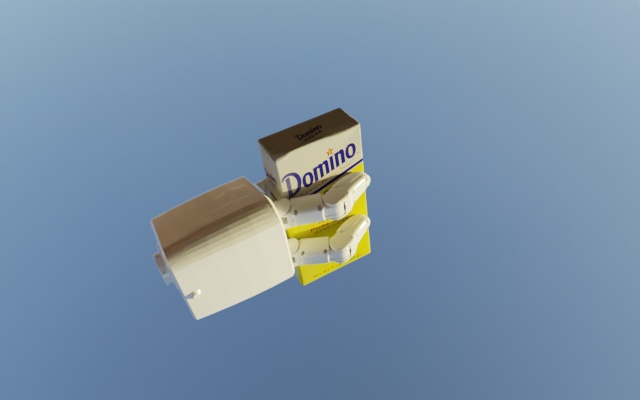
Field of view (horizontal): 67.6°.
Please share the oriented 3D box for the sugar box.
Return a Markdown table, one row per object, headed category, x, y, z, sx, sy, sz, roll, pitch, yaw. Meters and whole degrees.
| category | x | y | z | sx | sy | sz | roll | pitch | yaw |
| --- | --- | --- | --- | --- | --- | --- | --- | --- | --- |
| sugar box | 0.000 | 0.002 | 0.498 | 0.093 | 0.176 | 0.048 | -25 | 45 | -17 |
